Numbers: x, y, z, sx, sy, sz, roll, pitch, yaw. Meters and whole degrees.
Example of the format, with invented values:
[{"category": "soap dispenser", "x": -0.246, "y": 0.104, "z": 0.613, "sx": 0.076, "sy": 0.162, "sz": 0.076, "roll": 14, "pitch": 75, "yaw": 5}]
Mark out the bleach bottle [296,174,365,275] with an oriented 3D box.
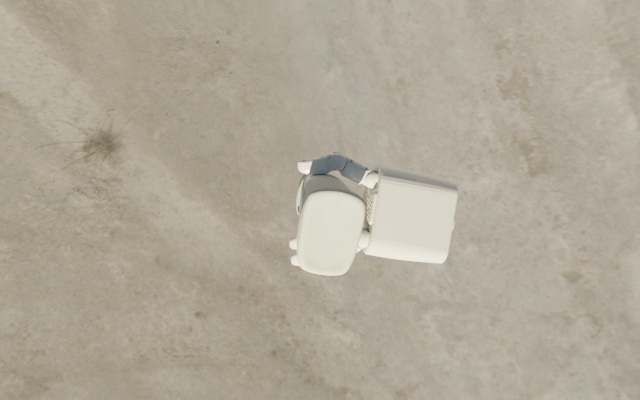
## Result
[{"category": "bleach bottle", "x": 0.000, "y": 0.002, "z": 0.627, "sx": 0.068, "sy": 0.102, "sz": 0.250, "roll": 9, "pitch": 16, "yaw": -8}]
